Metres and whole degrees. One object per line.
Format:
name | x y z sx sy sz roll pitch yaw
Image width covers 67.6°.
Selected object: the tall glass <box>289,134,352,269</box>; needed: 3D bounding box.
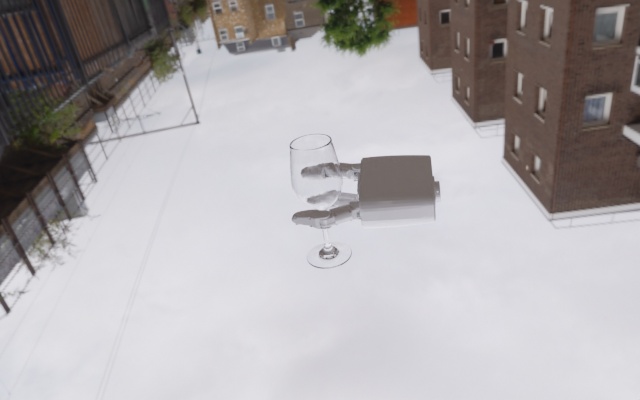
tall glass | 0.000 0.003 0.731 0.079 0.201 0.079 -8 28 4
